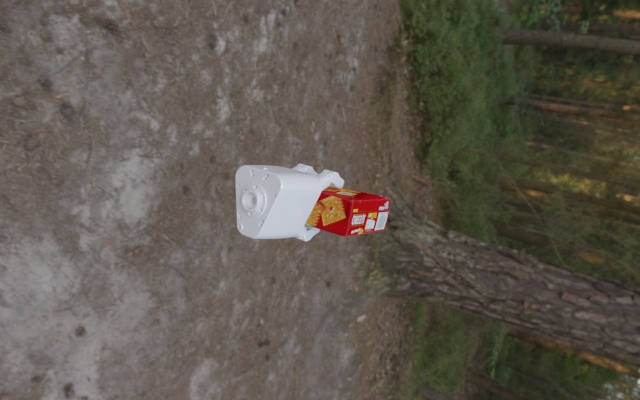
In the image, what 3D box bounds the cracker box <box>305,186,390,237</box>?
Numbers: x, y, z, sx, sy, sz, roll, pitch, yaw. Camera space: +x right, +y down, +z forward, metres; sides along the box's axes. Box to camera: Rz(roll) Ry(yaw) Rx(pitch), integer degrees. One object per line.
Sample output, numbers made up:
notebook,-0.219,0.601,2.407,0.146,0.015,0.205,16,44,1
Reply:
cracker box,0.000,0.003,0.888,0.213,0.072,0.164,16,9,30
